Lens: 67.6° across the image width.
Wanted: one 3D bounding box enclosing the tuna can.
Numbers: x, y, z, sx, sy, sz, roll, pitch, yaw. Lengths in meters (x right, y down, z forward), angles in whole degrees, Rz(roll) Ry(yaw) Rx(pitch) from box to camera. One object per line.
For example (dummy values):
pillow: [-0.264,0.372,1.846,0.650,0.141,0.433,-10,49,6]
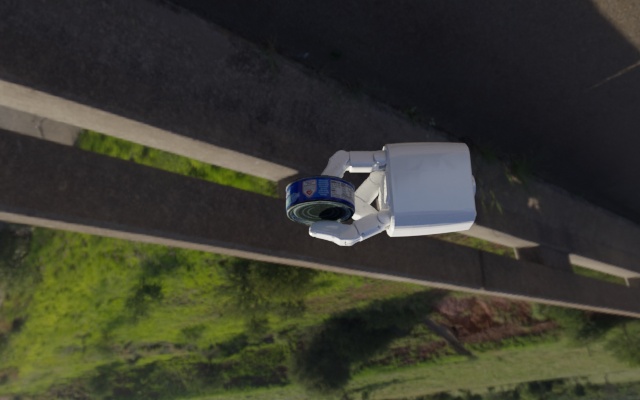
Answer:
tuna can: [0.000,0.002,0.586,0.086,0.033,0.086,0,-23,0]
